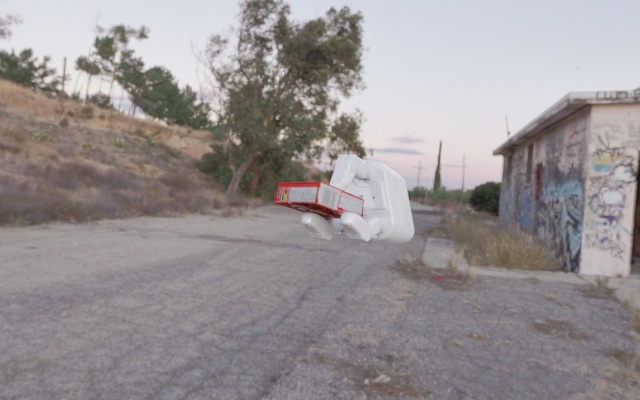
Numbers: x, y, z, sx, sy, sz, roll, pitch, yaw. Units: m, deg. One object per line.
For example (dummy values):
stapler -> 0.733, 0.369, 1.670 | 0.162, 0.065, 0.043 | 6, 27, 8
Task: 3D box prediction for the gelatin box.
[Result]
gelatin box -> 0.000, 0.001, 0.596 | 0.073, 0.030, 0.089 | 1, -13, 42
